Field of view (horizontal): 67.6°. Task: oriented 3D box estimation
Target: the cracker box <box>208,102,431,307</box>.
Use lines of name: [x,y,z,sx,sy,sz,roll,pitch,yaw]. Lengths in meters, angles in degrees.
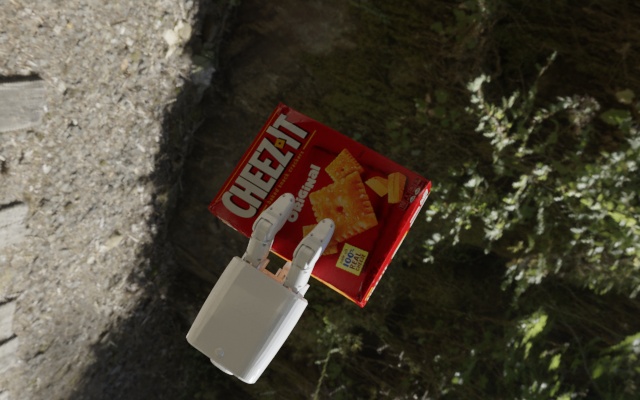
cracker box: [0.000,0.002,0.578,0.213,0.164,0.072,30,-11,13]
